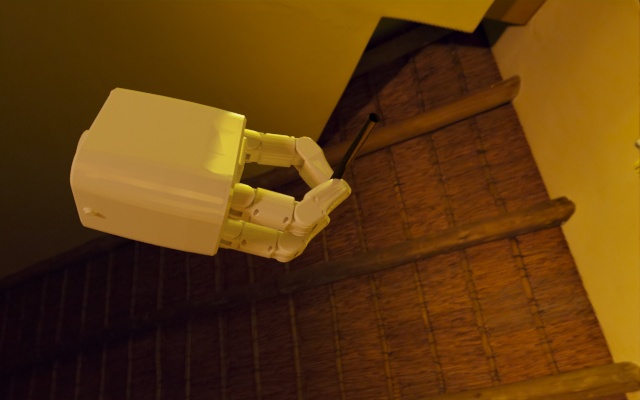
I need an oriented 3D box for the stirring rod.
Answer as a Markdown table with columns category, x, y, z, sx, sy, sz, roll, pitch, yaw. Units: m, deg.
| category | x | y | z | sx | sy | sz | roll | pitch | yaw |
| --- | --- | --- | --- | --- | --- | --- | --- | --- | --- |
| stirring rod | 0.000 | 0.001 | 0.417 | 0.011 | 0.011 | 0.240 | 0 | -28 | -20 |
